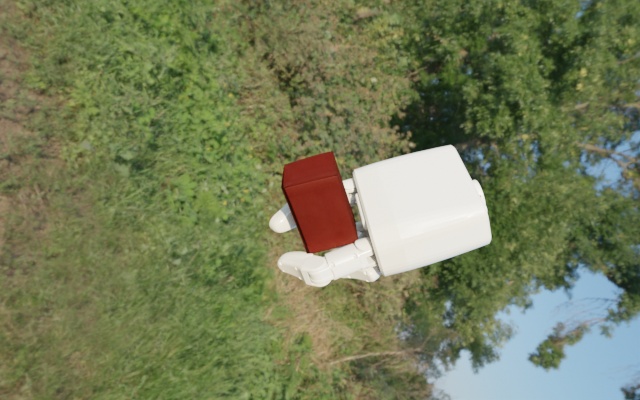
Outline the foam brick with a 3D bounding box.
[{"bbox_3d":[0.000,0.001,0.454,0.051,0.078,0.053,-16,30,7],"label":"foam brick"}]
